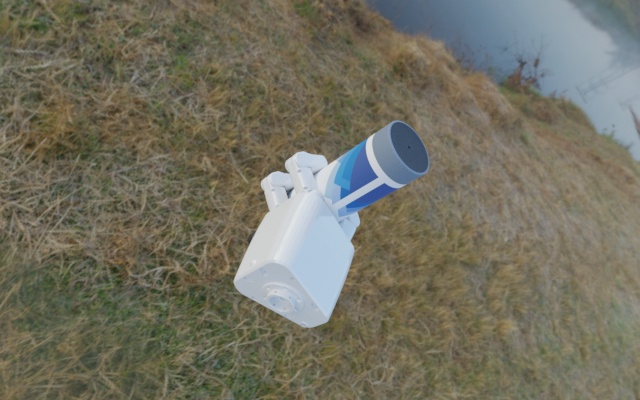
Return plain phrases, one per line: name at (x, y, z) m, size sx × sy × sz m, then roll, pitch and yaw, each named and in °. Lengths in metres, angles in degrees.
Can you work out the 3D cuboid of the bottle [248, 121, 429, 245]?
bottle at (0.000, 0.002, 0.607) m, size 0.069 × 0.069 × 0.296 m, roll 0°, pitch -24°, yaw -45°
